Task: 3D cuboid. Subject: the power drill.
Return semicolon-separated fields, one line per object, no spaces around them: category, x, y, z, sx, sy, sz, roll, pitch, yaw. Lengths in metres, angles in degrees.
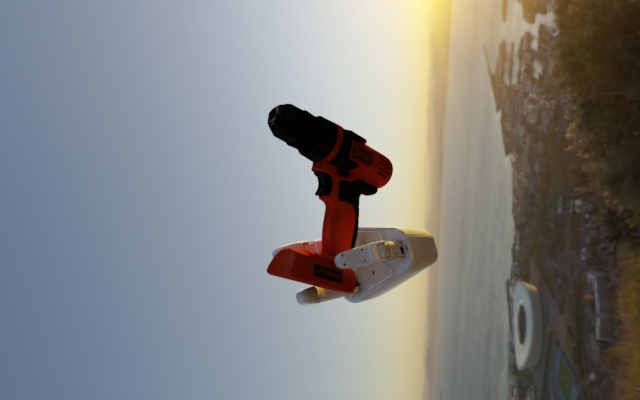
power drill;0.000;0.002;0.546;0.184;0.187;0.057;23;-14;-36
